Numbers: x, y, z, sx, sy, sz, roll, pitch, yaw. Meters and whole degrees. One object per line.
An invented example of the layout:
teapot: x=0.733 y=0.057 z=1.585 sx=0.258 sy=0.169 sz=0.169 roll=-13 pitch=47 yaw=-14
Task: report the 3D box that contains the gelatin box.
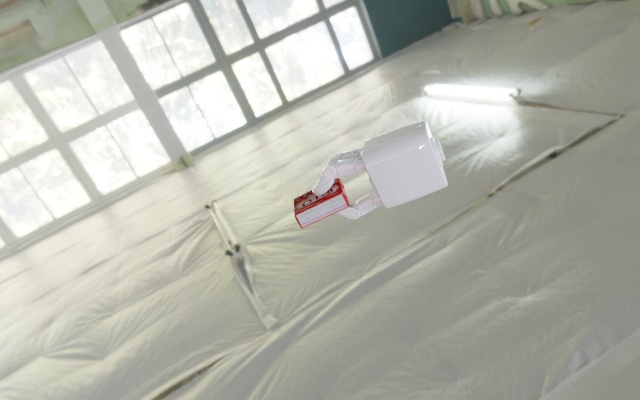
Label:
gelatin box: x=0.000 y=0.003 z=0.788 sx=0.089 sy=0.030 sz=0.073 roll=-26 pitch=21 yaw=6
